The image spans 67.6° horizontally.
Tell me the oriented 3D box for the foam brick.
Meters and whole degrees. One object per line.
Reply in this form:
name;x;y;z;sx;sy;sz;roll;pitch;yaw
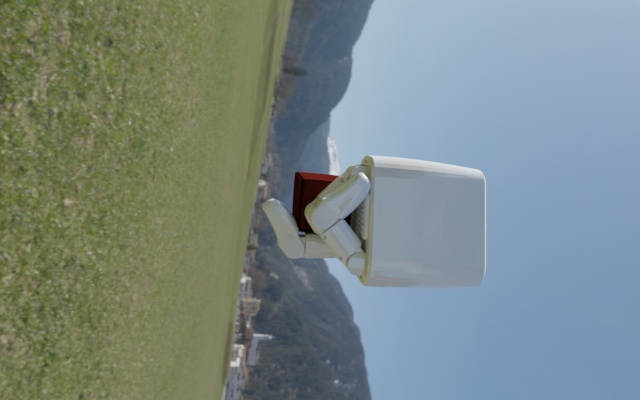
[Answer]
foam brick;0.000;0.001;0.483;0.051;0.053;0.078;4;8;-8
